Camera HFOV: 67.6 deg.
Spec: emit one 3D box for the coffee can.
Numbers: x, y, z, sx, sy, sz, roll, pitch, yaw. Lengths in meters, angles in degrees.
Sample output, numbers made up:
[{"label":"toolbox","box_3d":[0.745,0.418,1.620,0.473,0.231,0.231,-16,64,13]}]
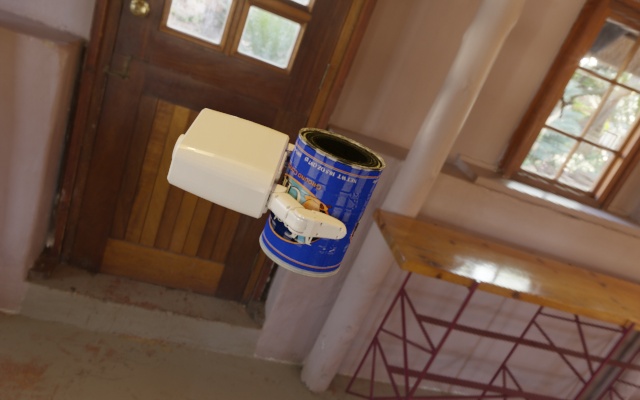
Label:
[{"label":"coffee can","box_3d":[0.000,0.002,0.549,0.103,0.140,0.102,19,21,-8]}]
